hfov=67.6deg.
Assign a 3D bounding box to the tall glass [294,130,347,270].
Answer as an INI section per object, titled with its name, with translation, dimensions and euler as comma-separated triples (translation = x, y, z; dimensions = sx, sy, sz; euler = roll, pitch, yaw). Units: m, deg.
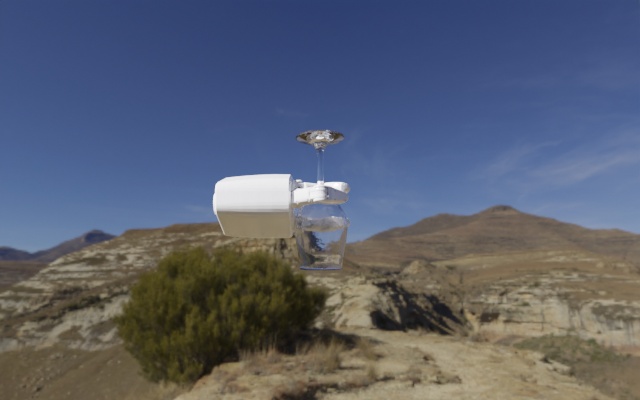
[tall glass]
translation = 0.000, 0.002, 0.709
dimensions = 0.079, 0.201, 0.079
euler = -1, -9, 0
